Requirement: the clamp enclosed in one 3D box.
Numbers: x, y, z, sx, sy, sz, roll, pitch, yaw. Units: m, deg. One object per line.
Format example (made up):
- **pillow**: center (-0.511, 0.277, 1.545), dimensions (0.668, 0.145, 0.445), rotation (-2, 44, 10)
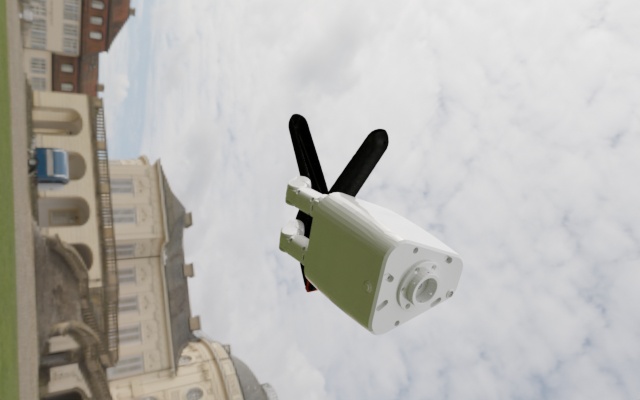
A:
- **clamp**: center (0.001, 0.002, 0.556), dimensions (0.036, 0.210, 0.164), rotation (-3, 22, -35)
